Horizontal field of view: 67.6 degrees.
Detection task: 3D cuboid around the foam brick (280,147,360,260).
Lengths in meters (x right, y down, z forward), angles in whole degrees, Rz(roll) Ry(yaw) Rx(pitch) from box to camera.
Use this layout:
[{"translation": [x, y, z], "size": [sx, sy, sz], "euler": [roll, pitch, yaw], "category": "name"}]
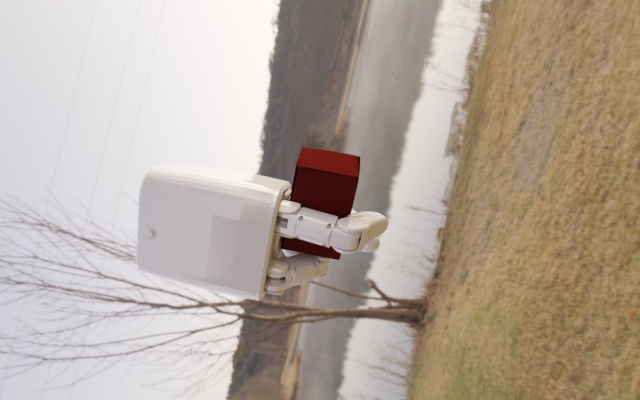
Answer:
[{"translation": [0.000, 0.001, 0.401], "size": [0.051, 0.078, 0.053], "euler": [12, 23, 0], "category": "foam brick"}]
